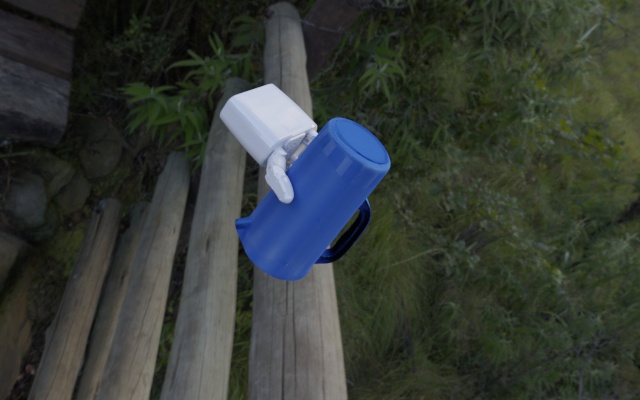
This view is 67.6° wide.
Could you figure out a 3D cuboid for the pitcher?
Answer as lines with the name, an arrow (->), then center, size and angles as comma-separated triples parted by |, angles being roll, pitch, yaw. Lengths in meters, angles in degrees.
pitcher -> 0.000, 0.002, 0.720 | 0.243, 0.145, 0.149 | -50, -15, 30
